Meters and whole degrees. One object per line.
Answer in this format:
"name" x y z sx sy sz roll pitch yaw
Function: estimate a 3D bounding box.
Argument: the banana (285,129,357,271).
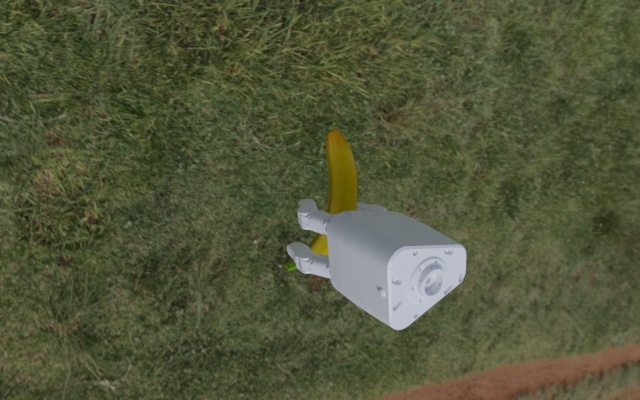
"banana" 0.015 0.009 0.628 0.069 0.198 0.037 12 10 -30
